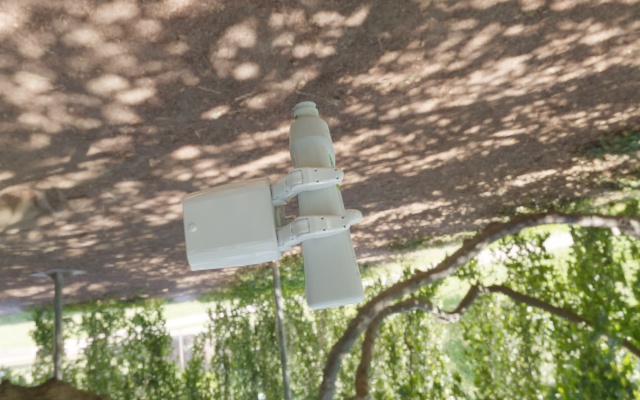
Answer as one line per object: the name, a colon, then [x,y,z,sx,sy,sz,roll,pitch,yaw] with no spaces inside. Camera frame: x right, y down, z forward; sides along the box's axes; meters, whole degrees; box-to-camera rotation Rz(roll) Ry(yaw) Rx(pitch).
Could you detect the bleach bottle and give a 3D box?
bleach bottle: [0.000,0.002,0.586,0.068,0.250,0.102,-10,-15,2]
